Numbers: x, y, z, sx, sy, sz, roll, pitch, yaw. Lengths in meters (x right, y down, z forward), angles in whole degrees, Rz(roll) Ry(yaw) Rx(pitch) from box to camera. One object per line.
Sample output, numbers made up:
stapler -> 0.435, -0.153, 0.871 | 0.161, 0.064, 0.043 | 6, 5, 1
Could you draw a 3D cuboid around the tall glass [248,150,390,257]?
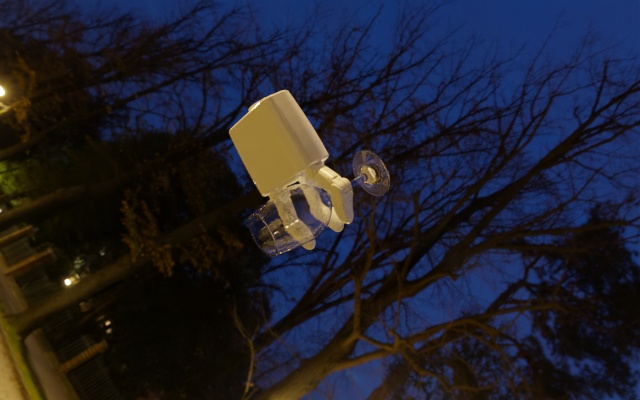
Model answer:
tall glass -> 0.001, 0.002, 0.654 | 0.201, 0.079, 0.079 | -30, 16, -30
